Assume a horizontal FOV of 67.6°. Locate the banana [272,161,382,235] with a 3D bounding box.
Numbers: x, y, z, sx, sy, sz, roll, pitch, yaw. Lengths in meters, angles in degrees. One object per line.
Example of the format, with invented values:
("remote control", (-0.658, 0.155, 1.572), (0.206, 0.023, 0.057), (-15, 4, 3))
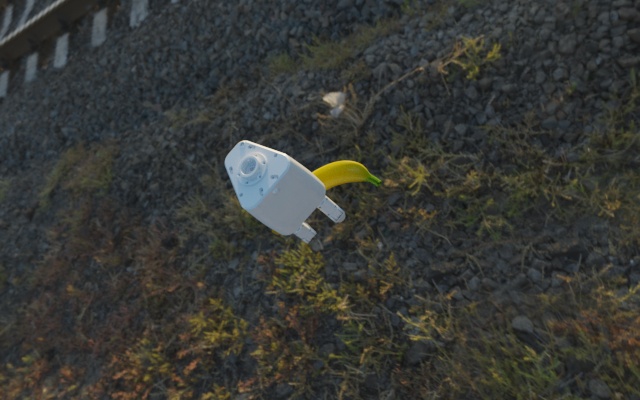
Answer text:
("banana", (-0.003, -0.015, 0.782), (0.198, 0.069, 0.037), (-27, -23, 10))
